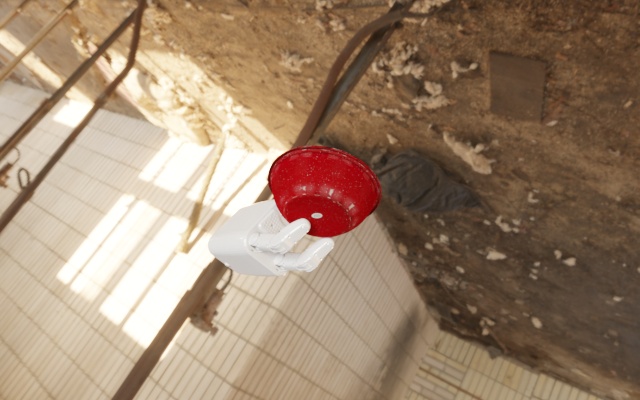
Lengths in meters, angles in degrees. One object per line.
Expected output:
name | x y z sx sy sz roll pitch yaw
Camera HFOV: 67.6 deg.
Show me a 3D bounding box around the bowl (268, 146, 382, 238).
bowl | 0.001 0.002 0.649 0.162 0.055 0.162 8 -40 7
